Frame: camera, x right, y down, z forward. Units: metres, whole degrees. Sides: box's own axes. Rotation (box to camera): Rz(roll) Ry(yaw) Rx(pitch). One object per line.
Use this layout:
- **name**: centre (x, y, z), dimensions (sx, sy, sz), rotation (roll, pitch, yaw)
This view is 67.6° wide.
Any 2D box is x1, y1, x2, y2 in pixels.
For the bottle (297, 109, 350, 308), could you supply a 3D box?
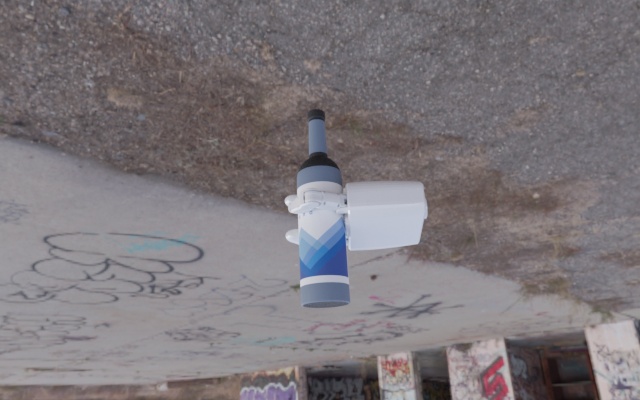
- **bottle**: centre (0.000, 0.003, 0.693), dimensions (0.069, 0.295, 0.069), rotation (-3, -20, -1)
